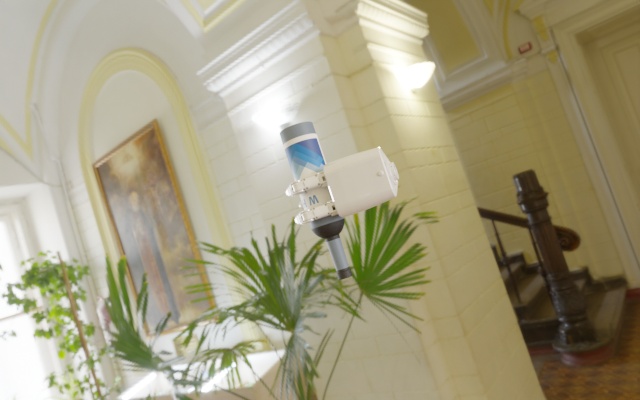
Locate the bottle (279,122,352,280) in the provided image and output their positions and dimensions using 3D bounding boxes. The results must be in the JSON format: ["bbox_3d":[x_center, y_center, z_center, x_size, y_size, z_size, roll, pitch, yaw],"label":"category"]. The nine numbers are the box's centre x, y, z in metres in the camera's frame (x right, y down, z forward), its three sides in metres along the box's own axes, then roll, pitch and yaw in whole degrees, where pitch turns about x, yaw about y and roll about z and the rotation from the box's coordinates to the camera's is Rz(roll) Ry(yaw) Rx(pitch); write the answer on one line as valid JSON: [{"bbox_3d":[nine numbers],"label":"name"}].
[{"bbox_3d":[0.000,0.003,0.889,0.069,0.295,0.069,-18,-4,-1],"label":"bottle"}]
